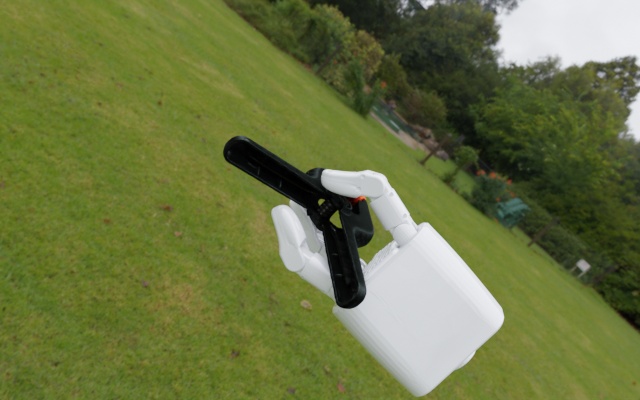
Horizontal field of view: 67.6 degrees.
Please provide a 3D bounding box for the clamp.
[{"bbox_3d":[0.001,0.001,0.453,0.036,0.164,0.210,-40,-2,18],"label":"clamp"}]
